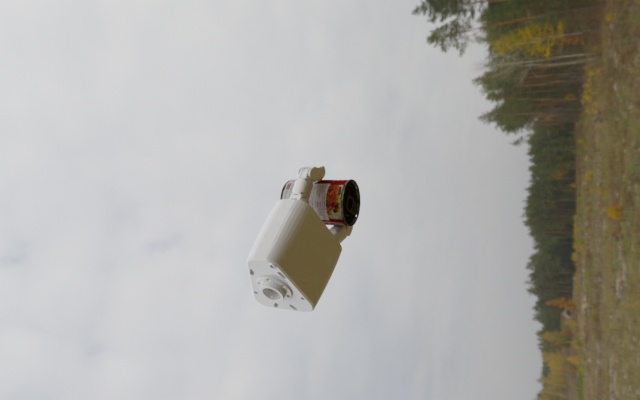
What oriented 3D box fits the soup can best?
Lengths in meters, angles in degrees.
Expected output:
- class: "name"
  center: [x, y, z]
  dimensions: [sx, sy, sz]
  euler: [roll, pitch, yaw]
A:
- class: "soup can"
  center: [0.000, 0.002, 0.710]
  dimensions: [0.102, 0.068, 0.068]
  euler: [1, 1, 26]
